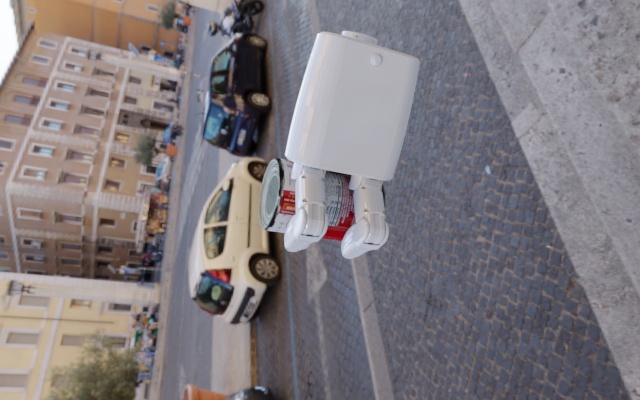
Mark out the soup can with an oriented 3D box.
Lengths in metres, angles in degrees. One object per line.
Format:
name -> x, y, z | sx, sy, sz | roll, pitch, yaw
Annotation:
soup can -> 0.000, 0.002, 0.447 | 0.102, 0.068, 0.068 | 9, -3, -20
